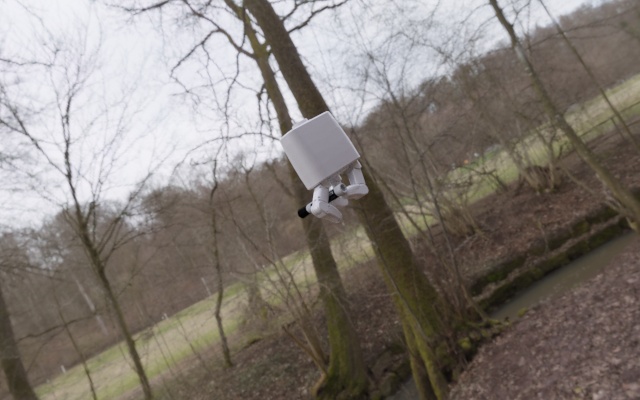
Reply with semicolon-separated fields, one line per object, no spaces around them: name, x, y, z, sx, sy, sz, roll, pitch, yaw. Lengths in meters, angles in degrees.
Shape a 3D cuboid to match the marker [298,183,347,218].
marker;0.000;0.003;0.858;0.020;0.020;0.121;0;-24;-45
